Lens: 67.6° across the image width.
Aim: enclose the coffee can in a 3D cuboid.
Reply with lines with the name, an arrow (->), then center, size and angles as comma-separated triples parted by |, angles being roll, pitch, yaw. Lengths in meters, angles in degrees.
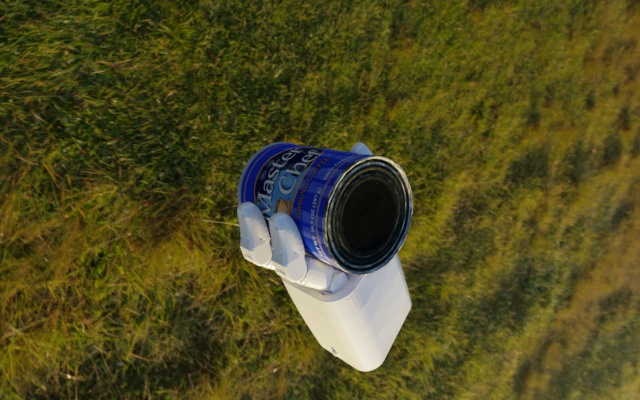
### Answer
coffee can -> 0.000, 0.001, 0.451 | 0.103, 0.103, 0.140 | 0, 10, -39
